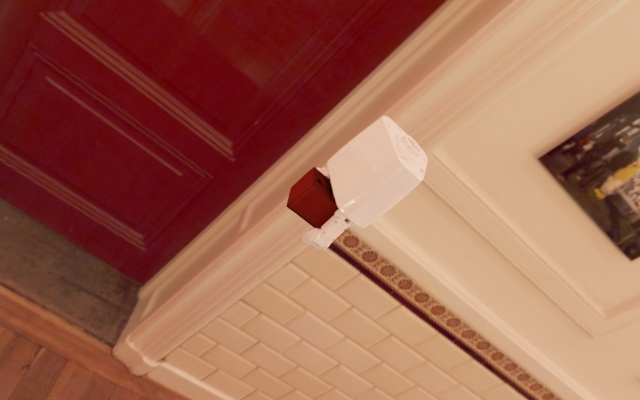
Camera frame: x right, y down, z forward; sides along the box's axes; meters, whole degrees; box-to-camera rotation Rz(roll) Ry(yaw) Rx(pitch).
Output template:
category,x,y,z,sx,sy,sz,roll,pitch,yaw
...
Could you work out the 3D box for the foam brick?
category,x,y,z,sx,sy,sz,roll,pitch,yaw
foam brick,0.000,0.002,0.668,0.078,0.051,0.053,38,28,-21
